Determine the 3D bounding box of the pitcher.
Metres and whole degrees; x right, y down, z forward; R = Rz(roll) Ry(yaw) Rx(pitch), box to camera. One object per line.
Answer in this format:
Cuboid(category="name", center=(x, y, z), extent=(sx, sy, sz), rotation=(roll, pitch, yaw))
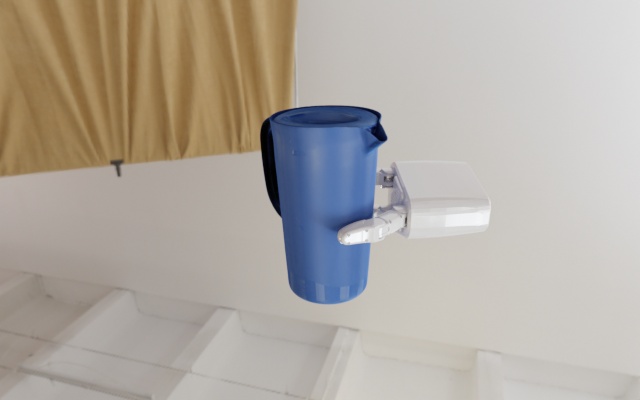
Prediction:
Cuboid(category="pitcher", center=(0.000, 0.002, 0.615), extent=(0.145, 0.243, 0.149), rotation=(-3, 22, -7))
